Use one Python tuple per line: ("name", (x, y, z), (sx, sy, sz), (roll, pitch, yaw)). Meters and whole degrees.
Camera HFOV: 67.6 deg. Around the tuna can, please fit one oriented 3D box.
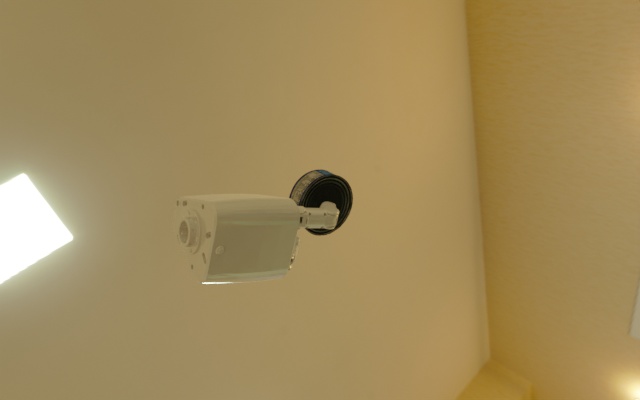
("tuna can", (0.000, 0.002, 0.647), (0.086, 0.086, 0.033), (0, 18, -36))
